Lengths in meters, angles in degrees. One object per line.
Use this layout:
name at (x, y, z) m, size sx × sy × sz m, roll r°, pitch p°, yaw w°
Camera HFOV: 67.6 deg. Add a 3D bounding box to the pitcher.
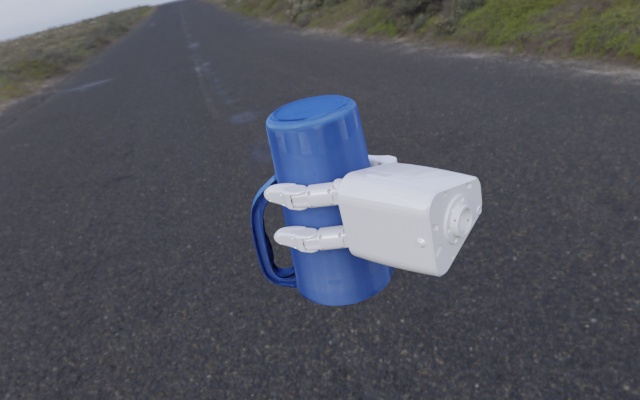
pitcher at (0.000, 0.002, 0.598) m, size 0.145 × 0.243 × 0.149 m, roll 12°, pitch 35°, yaw 41°
